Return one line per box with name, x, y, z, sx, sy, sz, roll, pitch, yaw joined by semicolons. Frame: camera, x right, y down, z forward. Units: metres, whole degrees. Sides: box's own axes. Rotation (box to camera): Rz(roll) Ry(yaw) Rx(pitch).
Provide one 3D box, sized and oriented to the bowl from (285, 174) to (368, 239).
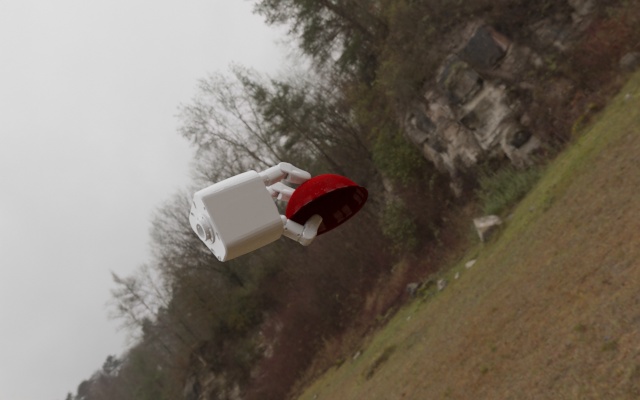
bowl;0.001;0.002;0.834;0.162;0.055;0.162;-23;-25;-11
